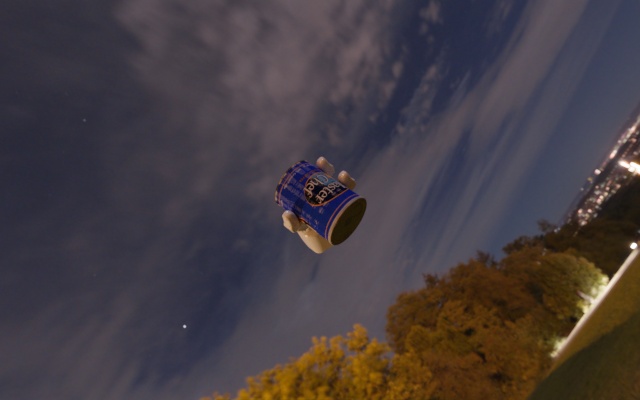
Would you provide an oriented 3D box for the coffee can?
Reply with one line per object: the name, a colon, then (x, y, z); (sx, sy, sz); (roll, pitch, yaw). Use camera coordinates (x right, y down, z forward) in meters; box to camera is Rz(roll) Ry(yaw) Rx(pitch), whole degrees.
coffee can: (0.000, 0.003, 0.891); (0.140, 0.103, 0.103); (35, 16, 25)
